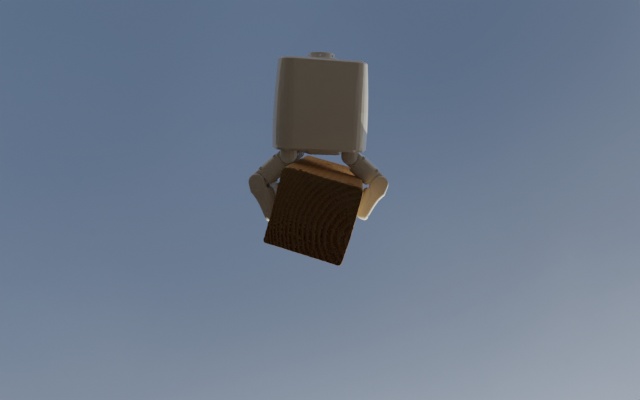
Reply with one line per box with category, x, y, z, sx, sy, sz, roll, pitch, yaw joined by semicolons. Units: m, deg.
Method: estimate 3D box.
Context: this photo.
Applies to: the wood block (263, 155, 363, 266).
wood block;0.001;0.002;0.606;0.091;0.090;0.206;16;10;3
